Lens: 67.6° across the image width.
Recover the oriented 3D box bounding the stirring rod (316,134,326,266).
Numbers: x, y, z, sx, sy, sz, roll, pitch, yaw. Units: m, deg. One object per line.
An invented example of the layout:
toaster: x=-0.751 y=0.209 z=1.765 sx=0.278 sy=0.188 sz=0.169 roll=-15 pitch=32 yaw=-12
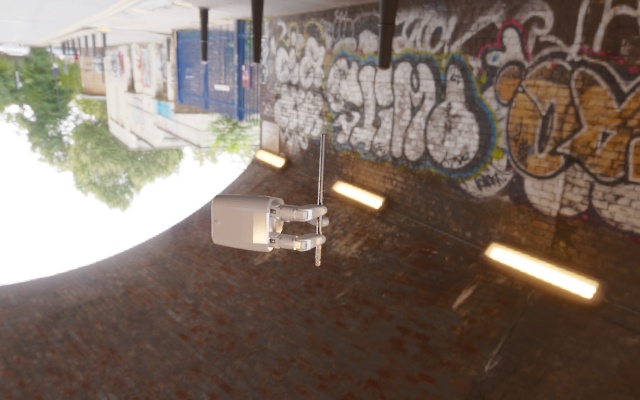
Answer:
stirring rod: x=0.000 y=0.003 z=0.846 sx=0.011 sy=0.239 sz=0.011 roll=2 pitch=15 yaw=-1
